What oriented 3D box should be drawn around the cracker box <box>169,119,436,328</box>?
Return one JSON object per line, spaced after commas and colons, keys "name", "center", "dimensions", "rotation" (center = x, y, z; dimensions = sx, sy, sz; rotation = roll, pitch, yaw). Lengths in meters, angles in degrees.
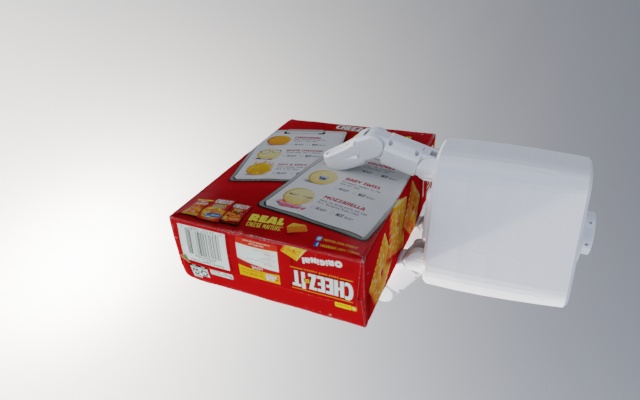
{"name": "cracker box", "center": [0.000, 0.001, 0.435], "dimensions": [0.164, 0.072, 0.213], "rotation": [10, 33, 22]}
